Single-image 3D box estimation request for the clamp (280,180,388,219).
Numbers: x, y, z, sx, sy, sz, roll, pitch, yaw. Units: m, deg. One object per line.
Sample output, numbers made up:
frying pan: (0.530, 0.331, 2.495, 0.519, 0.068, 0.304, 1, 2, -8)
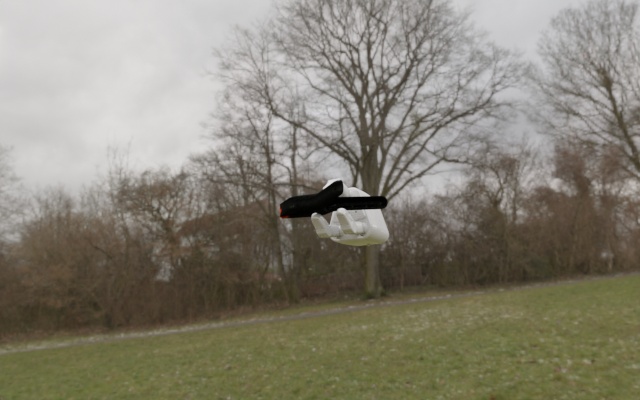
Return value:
clamp: (0.000, 0.002, 0.897, 0.210, 0.036, 0.164, -9, -17, 28)
